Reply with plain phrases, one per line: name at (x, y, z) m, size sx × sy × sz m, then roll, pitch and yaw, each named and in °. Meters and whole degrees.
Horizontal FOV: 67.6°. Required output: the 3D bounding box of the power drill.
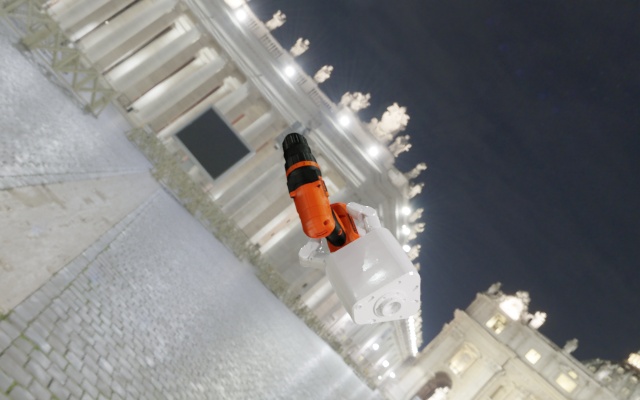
power drill at (0.000, 0.003, 0.761) m, size 0.057 × 0.184 × 0.188 m, roll -23°, pitch -33°, yaw 12°
